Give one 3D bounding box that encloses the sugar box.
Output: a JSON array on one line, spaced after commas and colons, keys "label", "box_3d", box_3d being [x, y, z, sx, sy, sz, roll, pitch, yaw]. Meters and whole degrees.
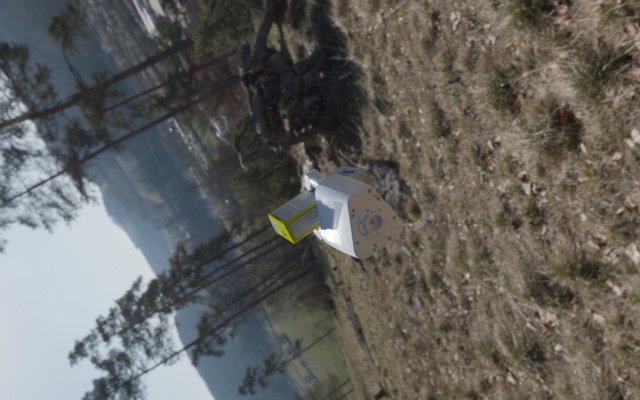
[{"label": "sugar box", "box_3d": [0.000, 0.003, 0.848, 0.176, 0.048, 0.093, -31, 22, -17]}]
